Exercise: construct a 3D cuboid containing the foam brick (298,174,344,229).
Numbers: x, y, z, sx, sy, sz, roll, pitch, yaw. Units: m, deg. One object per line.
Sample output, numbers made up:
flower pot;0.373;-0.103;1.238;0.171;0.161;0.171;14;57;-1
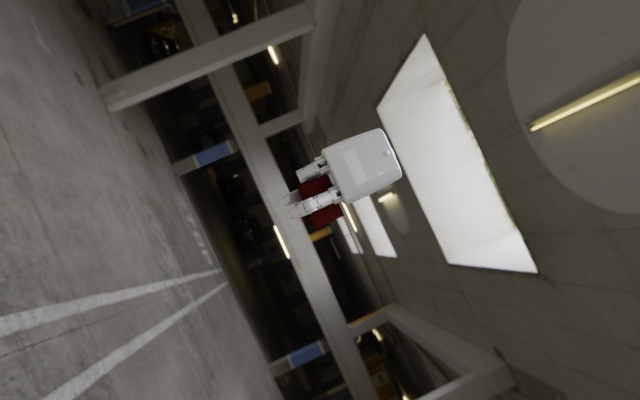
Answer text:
foam brick;0.000;0.003;0.807;0.051;0.078;0.053;-23;-2;-6
